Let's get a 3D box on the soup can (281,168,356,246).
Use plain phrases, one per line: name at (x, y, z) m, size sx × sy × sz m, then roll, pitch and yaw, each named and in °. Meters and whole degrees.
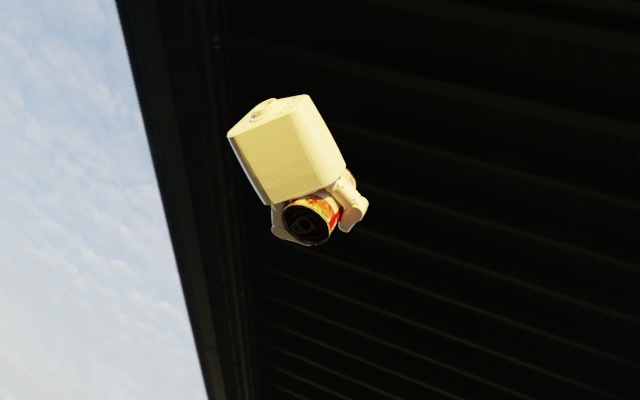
soup can at (0.001, 0.002, 0.645) m, size 0.068 × 0.068 × 0.102 m, roll 0°, pitch 36°, yaw 29°
